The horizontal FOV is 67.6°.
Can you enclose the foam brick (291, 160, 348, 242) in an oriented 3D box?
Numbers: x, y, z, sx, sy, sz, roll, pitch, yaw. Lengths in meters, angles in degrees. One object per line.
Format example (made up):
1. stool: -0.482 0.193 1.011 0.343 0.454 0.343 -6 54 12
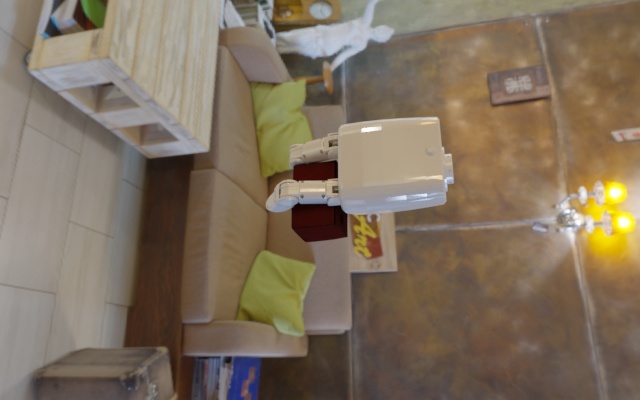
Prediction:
1. foam brick: 0.000 0.002 0.539 0.051 0.078 0.053 -5 -21 15
